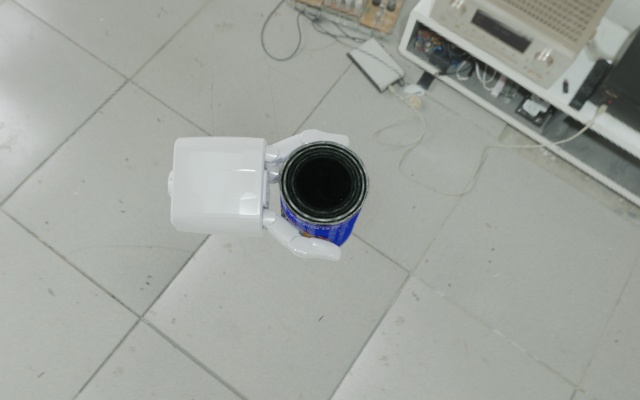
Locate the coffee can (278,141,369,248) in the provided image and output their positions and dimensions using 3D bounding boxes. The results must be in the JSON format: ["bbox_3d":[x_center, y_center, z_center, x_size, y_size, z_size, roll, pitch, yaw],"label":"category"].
[{"bbox_3d":[0.000,0.002,0.598,0.103,0.102,0.140,0,-19,-4],"label":"coffee can"}]
